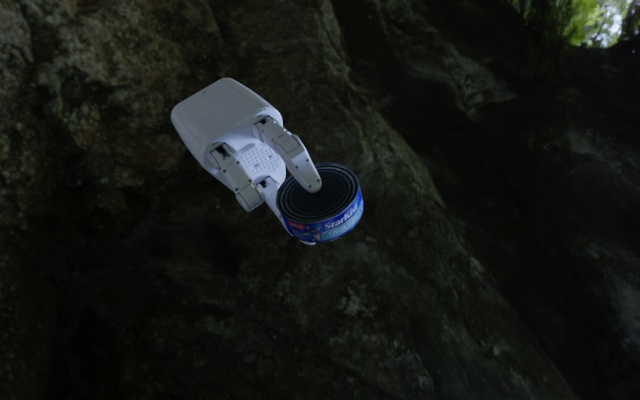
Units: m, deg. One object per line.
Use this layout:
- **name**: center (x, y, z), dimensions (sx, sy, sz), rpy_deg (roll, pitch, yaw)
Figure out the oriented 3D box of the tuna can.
- **tuna can**: center (0.000, 0.002, 0.486), dimensions (0.086, 0.034, 0.086), rpy_deg (-10, 43, 9)
